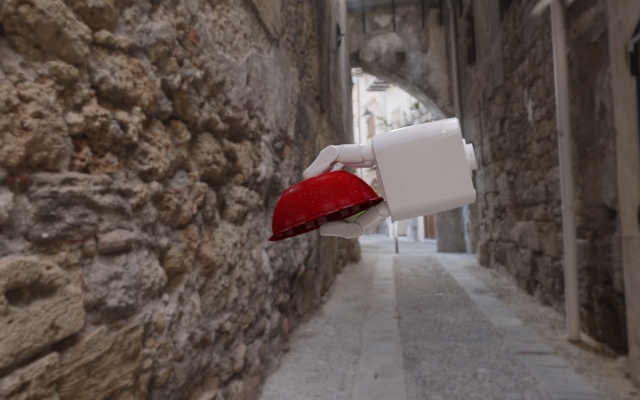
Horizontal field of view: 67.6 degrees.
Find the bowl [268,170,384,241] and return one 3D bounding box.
[{"bbox_3d":[-0.001,0.002,0.630,0.162,0.055,0.162,-20,-7,-3],"label":"bowl"}]
